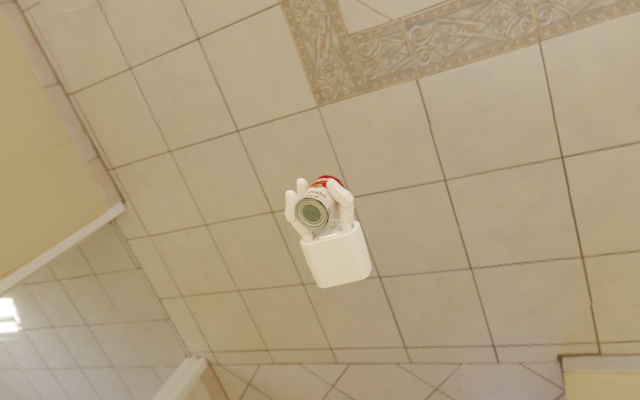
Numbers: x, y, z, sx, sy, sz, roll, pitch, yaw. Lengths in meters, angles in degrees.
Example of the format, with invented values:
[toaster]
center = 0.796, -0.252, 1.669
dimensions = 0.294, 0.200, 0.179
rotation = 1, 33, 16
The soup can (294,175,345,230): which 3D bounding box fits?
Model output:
[soup can]
center = 0.000, 0.003, 0.893
dimensions = 0.068, 0.068, 0.102
rotation = 0, 27, 23
